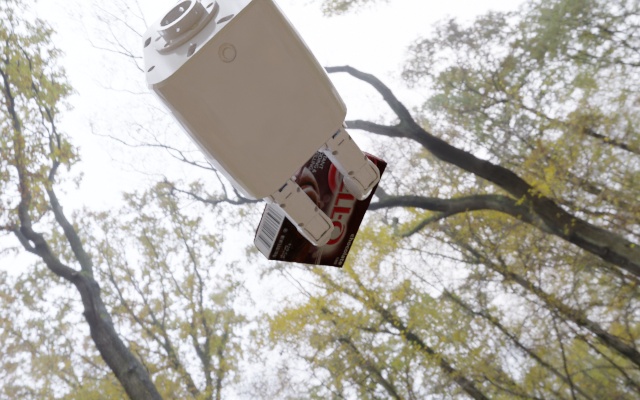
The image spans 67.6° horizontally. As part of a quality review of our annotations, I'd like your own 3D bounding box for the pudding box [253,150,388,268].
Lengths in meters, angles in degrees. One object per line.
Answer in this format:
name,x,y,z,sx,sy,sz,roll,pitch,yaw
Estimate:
pudding box,0.000,0.001,0.429,0.090,0.113,0.039,13,16,-40
